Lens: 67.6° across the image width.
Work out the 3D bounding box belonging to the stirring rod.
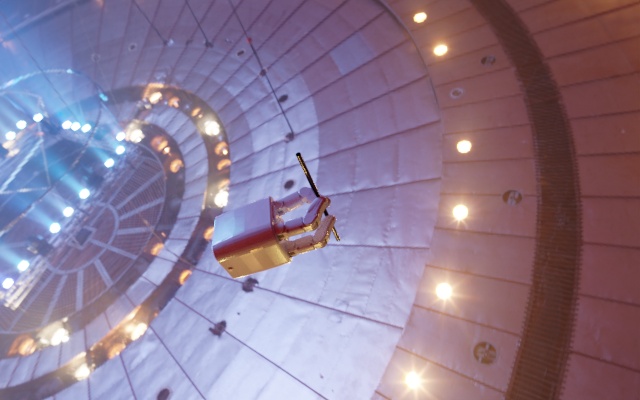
[{"bbox_3d":[0.000,0.002,0.781,0.011,0.011,0.240,0,-35,19],"label":"stirring rod"}]
